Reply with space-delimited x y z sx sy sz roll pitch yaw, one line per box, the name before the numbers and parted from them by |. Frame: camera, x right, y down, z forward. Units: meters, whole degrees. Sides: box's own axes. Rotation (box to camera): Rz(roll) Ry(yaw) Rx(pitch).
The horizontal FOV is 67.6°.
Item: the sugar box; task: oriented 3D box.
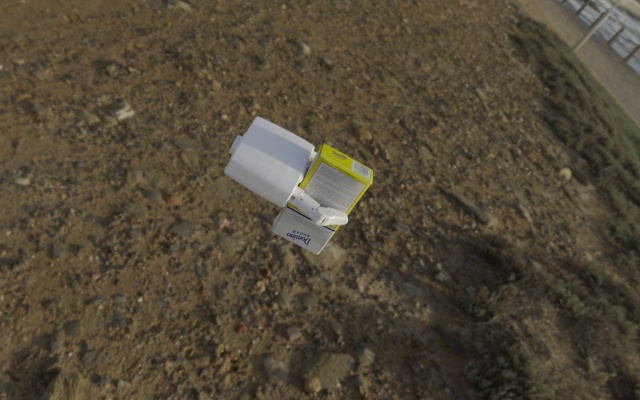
sugar box | 0.000 0.002 0.774 0.093 0.176 0.048 29 37 -10
